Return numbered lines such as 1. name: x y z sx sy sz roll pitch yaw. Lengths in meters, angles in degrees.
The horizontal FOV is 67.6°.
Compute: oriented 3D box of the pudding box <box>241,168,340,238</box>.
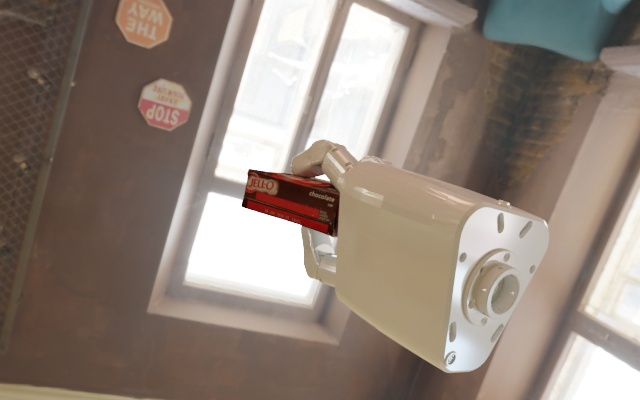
1. pudding box: 0.000 0.002 0.418 0.090 0.039 0.113 17 5 26
